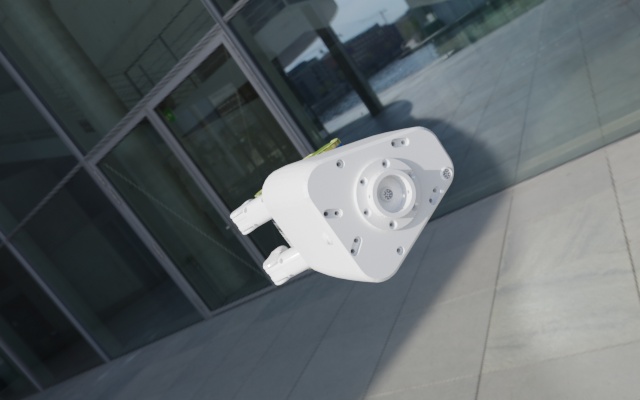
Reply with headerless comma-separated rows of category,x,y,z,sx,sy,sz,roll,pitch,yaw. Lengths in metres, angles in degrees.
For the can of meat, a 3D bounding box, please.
can of meat,0.000,0.001,0.462,0.102,0.084,0.057,-38,10,-14
